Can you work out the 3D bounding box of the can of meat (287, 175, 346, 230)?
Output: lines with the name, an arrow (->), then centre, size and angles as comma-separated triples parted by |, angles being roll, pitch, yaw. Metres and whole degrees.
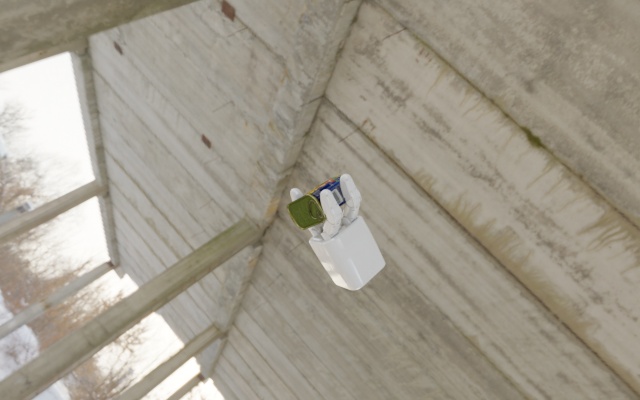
can of meat -> 0.000, 0.003, 0.873 | 0.084, 0.057, 0.102 | -35, 5, -34
